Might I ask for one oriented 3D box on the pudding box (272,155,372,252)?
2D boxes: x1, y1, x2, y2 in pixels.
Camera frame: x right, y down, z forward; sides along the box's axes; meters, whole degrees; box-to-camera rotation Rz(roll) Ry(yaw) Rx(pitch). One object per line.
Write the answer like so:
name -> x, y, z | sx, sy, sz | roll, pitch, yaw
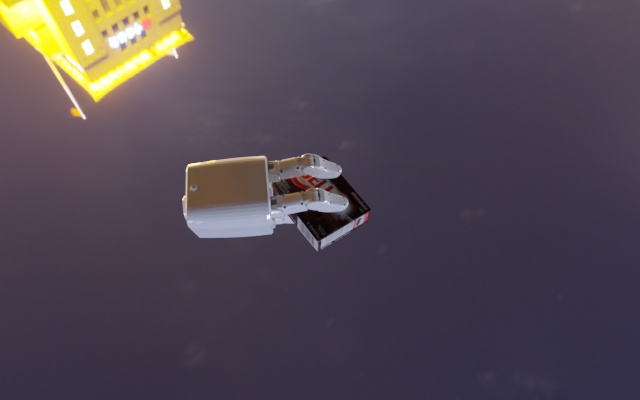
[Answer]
pudding box -> 0.000, 0.002, 0.655 | 0.090, 0.113, 0.039 | -30, -24, -20
